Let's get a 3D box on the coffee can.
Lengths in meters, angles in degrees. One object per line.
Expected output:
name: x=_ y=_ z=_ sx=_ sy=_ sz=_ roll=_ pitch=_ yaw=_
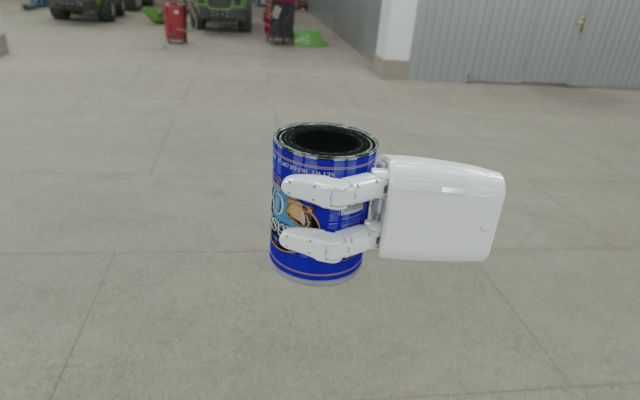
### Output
coffee can: x=0.000 y=0.002 z=0.492 sx=0.103 sy=0.140 sz=0.102 roll=4 pitch=26 yaw=-2
